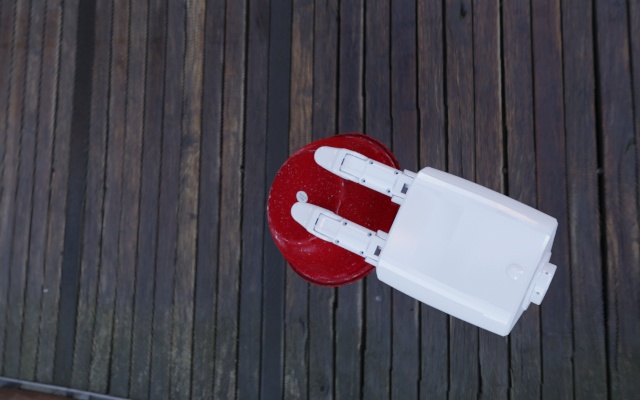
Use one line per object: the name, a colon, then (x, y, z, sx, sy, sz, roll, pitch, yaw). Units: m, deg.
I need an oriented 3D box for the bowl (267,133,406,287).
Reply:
bowl: (-0.001, 0.001, 0.472, 0.162, 0.162, 0.055, 0, -13, 38)
